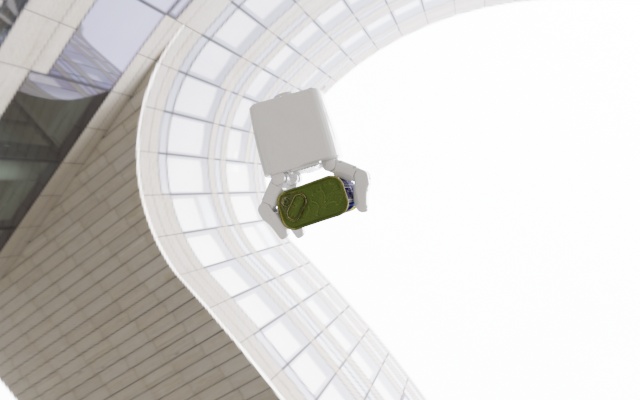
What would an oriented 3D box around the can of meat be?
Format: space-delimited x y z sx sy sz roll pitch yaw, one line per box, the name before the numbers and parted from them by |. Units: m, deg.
can of meat | 0.000 0.002 0.696 0.102 0.057 0.084 -19 -4 17
